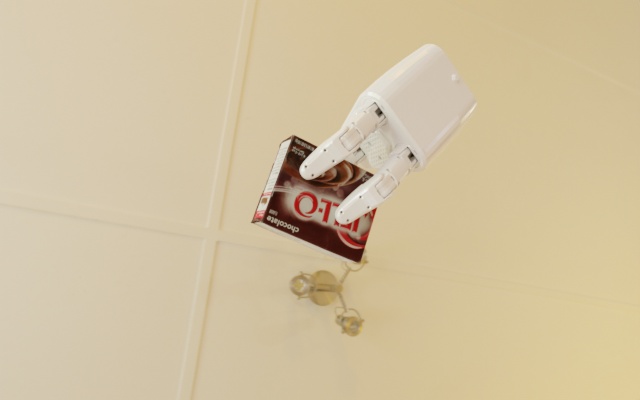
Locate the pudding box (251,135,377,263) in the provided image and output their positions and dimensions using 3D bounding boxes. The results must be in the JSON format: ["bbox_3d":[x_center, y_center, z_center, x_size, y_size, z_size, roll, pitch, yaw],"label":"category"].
[{"bbox_3d":[0.000,0.001,0.469,0.113,0.090,0.039,24,-16,-20],"label":"pudding box"}]
